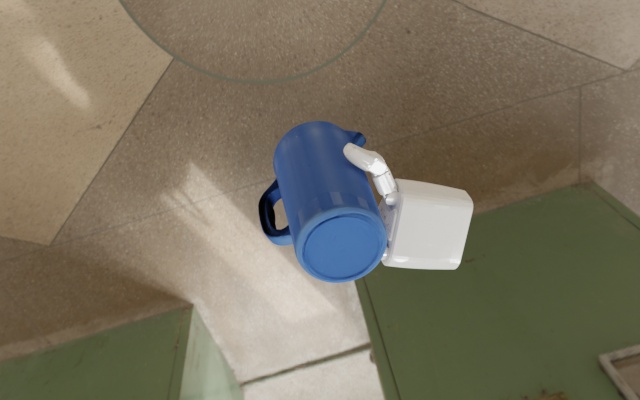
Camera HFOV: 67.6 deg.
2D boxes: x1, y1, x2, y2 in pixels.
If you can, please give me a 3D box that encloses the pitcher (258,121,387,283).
[{"bbox_3d":[0.000,0.002,0.643,0.145,0.149,0.242,8,28,-13],"label":"pitcher"}]
